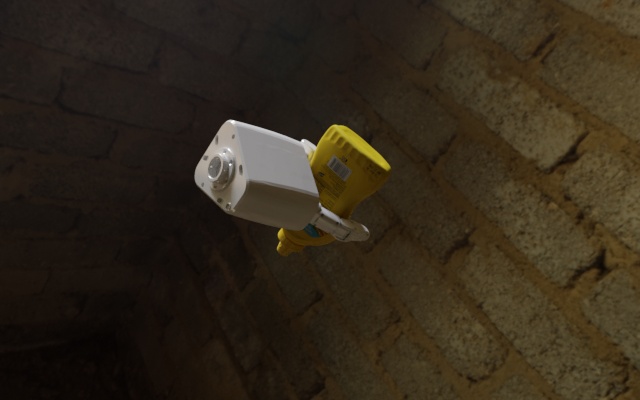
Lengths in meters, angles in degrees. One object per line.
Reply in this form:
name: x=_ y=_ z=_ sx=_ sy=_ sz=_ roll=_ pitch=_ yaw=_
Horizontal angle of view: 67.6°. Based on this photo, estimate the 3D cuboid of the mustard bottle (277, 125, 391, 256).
mustard bottle: x=0.000 y=0.002 z=0.631 sx=0.096 sy=0.192 sz=0.058 roll=44 pitch=22 yaw=15
